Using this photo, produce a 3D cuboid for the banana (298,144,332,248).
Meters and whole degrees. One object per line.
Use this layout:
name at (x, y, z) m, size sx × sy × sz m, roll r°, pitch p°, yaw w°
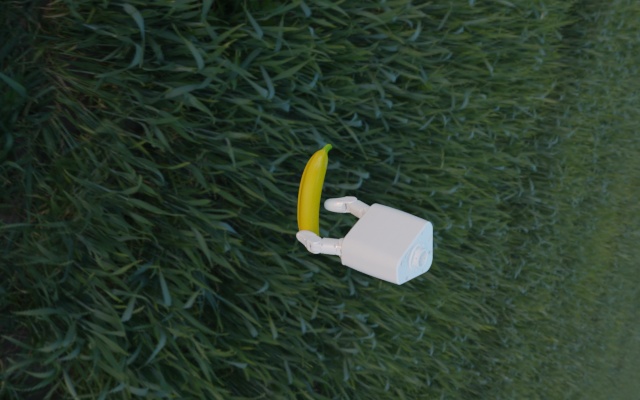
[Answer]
banana at (-0.011, 0.000, 0.830) m, size 0.037 × 0.198 × 0.069 m, roll 17°, pitch 11°, yaw 38°
